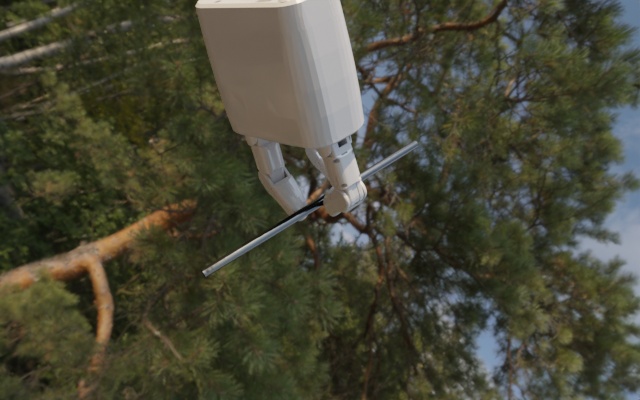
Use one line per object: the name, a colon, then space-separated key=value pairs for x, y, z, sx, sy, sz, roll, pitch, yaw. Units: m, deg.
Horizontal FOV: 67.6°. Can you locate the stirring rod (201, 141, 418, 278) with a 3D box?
stirring rod: x=0.000 y=0.001 z=0.432 sx=0.239 sy=0.011 sz=0.011 roll=-31 pitch=13 yaw=-22
